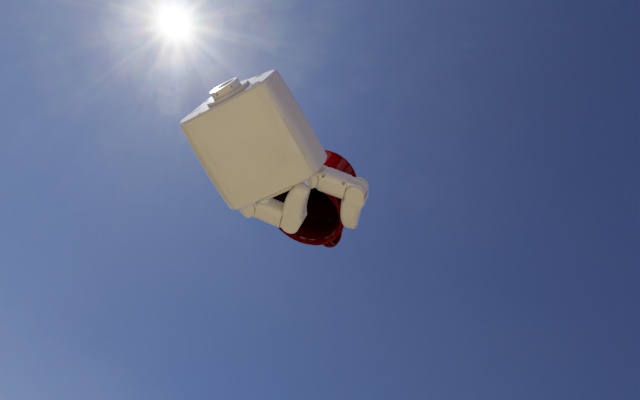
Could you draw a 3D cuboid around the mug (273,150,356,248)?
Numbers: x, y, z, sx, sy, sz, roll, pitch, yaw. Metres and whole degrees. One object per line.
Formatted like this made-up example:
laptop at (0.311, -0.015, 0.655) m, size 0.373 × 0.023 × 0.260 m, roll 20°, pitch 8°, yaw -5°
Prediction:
mug at (0.001, 0.003, 0.574) m, size 0.093 × 0.117 × 0.081 m, roll -11°, pitch 30°, yaw 30°
